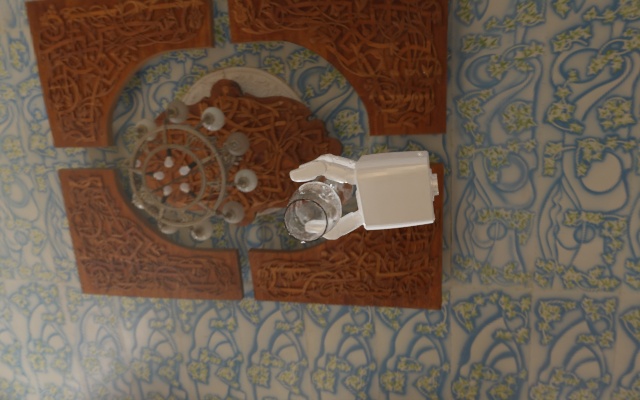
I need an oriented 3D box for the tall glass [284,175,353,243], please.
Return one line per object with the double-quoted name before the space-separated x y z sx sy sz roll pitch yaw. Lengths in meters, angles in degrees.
"tall glass" 0.000 0.002 0.735 0.079 0.079 0.201 0 15 13
